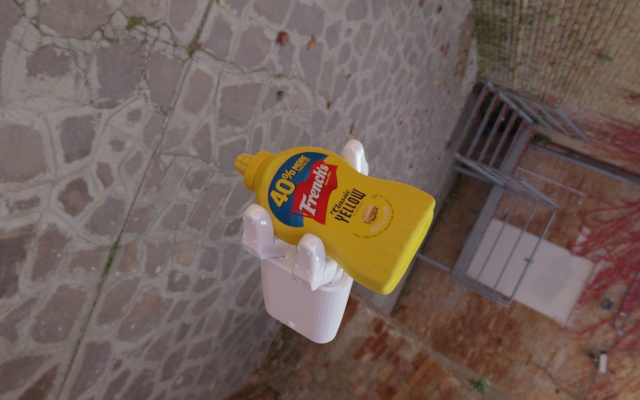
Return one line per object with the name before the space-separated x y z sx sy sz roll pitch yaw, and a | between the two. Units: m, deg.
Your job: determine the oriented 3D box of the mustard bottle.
mustard bottle | 0.000 0.001 0.443 0.191 0.096 0.058 26 -20 20
